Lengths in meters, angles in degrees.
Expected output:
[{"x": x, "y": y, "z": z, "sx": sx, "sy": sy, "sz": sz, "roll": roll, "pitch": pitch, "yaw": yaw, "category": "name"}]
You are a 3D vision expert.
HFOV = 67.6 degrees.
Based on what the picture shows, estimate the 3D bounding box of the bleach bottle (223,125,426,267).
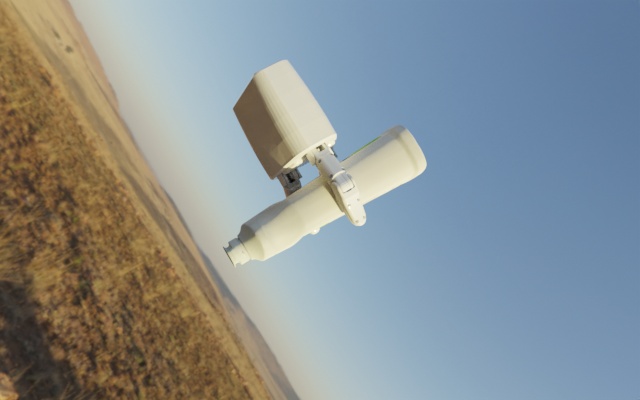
[{"x": 0.000, "y": 0.002, "z": 0.574, "sx": 0.251, "sy": 0.068, "sz": 0.102, "roll": -31, "pitch": -2, "yaw": -15, "category": "bleach bottle"}]
